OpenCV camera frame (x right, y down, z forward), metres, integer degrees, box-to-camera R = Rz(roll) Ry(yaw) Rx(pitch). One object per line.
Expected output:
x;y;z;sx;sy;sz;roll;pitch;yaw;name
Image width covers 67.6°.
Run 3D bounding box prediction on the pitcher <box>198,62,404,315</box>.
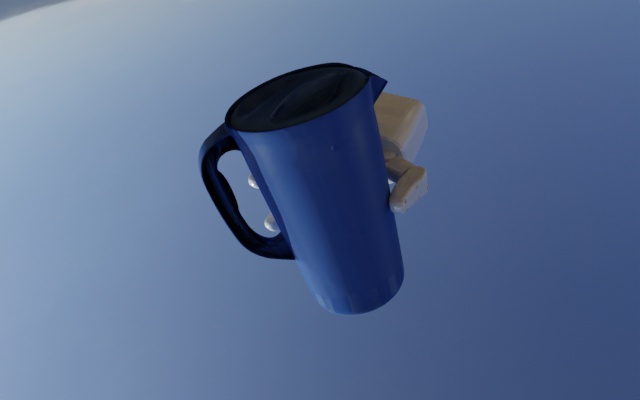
0.000;0.001;0.478;0.149;0.243;0.145;2;38;30;pitcher
